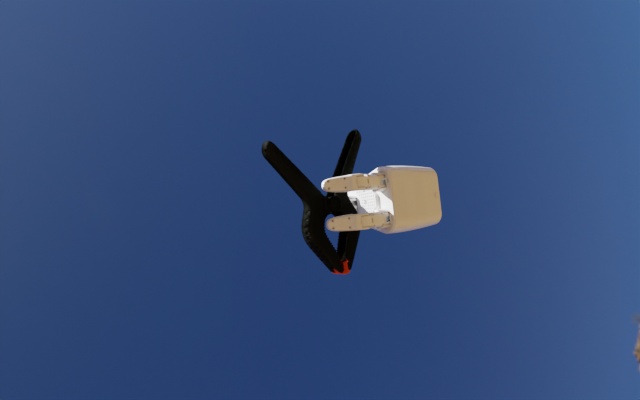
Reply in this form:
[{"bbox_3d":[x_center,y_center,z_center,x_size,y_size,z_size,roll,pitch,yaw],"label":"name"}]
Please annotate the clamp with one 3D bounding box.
[{"bbox_3d":[0.000,0.003,0.675,0.164,0.210,0.036,-5,-3,-32],"label":"clamp"}]
